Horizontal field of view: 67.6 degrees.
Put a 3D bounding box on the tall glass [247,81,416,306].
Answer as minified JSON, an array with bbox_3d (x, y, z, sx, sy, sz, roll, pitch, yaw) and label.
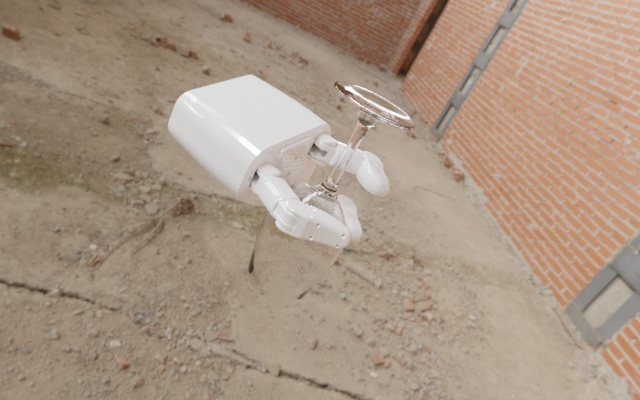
[{"bbox_3d":[0.000,0.001,0.424,0.079,0.201,0.079,23,25,-12],"label":"tall glass"}]
